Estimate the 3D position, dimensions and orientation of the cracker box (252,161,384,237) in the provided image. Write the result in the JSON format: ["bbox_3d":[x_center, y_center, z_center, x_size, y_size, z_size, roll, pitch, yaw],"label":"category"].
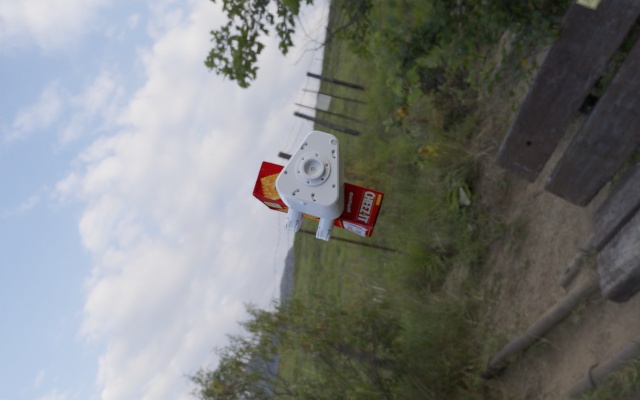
[{"bbox_3d":[0.000,0.003,0.868,0.213,0.072,0.164,16,-7,7],"label":"cracker box"}]
